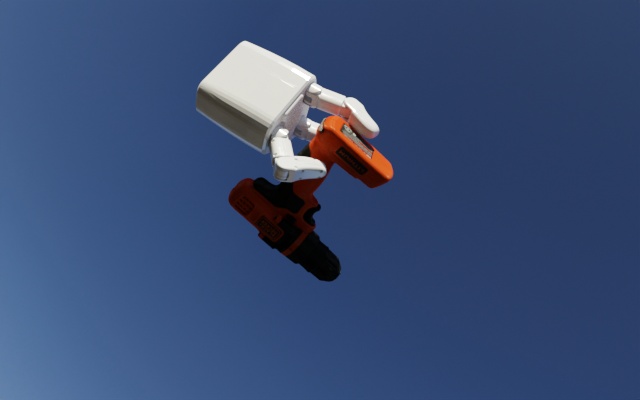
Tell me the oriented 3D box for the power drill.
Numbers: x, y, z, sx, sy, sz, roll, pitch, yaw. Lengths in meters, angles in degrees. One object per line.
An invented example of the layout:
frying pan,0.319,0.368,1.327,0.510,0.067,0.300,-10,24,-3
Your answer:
power drill,0.000,0.001,0.605,0.188,0.184,0.057,-43,13,24
